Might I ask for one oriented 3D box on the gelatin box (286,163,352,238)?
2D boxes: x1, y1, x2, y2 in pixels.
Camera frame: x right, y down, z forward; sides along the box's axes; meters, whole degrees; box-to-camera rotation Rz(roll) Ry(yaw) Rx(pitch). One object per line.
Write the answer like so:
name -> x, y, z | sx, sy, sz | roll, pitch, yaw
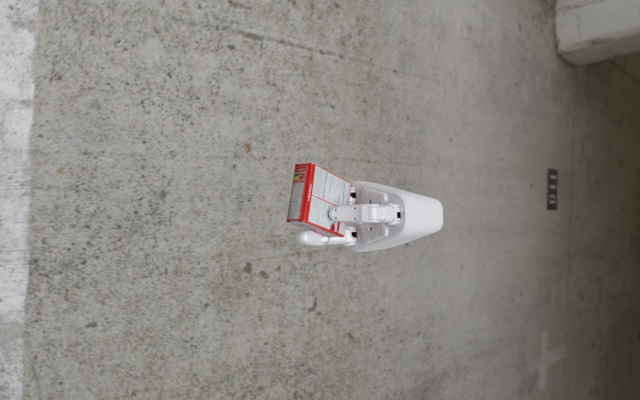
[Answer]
gelatin box -> 0.000, 0.002, 0.590 | 0.030, 0.073, 0.089 | -2, -17, 37
